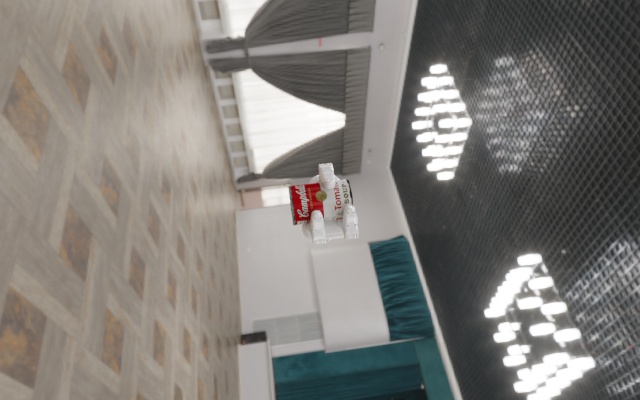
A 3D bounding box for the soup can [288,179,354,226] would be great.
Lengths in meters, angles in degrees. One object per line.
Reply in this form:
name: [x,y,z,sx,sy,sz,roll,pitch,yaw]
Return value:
soup can: [0.000,0.002,0.807,0.102,0.068,0.068,-7,0,-5]
